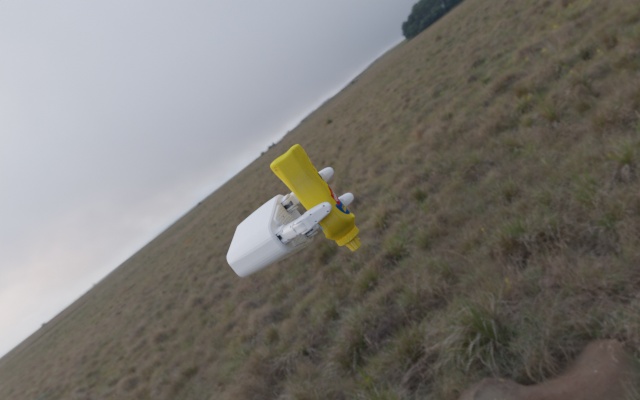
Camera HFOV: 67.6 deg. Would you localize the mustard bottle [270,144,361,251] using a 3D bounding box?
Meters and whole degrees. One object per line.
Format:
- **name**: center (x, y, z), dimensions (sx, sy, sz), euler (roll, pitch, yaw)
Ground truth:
- **mustard bottle**: center (0.000, 0.002, 0.756), dimensions (0.058, 0.191, 0.096), euler (-37, 8, 3)
